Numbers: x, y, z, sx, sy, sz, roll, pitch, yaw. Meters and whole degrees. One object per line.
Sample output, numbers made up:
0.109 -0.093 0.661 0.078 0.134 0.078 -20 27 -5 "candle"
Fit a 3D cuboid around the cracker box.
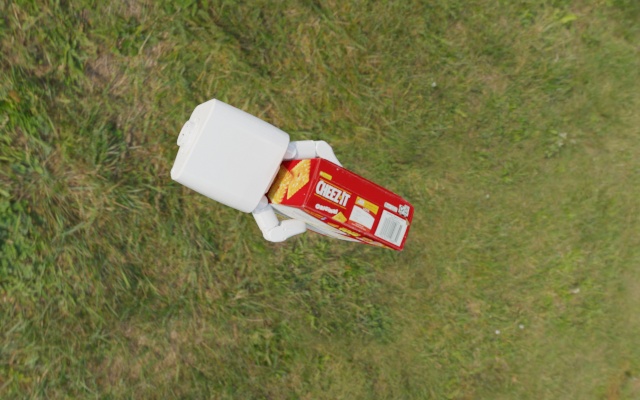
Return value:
0.000 0.002 0.674 0.164 0.072 0.213 25 -10 -29 "cracker box"
